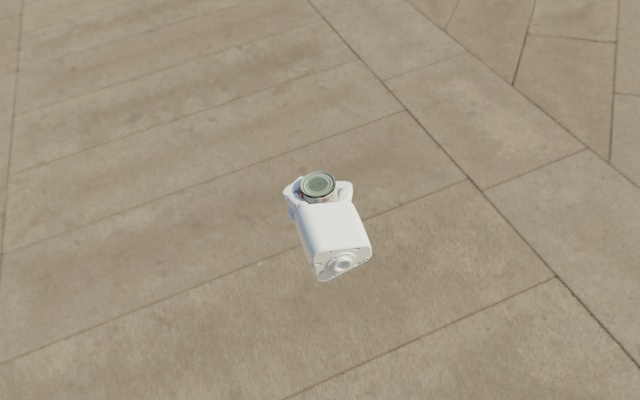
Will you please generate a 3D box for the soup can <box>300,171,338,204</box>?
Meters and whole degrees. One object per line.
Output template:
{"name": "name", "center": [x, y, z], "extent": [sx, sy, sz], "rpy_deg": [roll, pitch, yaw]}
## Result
{"name": "soup can", "center": [0.000, 0.002, 0.896], "extent": [0.068, 0.068, 0.102], "rpy_deg": [0, -42, 9]}
